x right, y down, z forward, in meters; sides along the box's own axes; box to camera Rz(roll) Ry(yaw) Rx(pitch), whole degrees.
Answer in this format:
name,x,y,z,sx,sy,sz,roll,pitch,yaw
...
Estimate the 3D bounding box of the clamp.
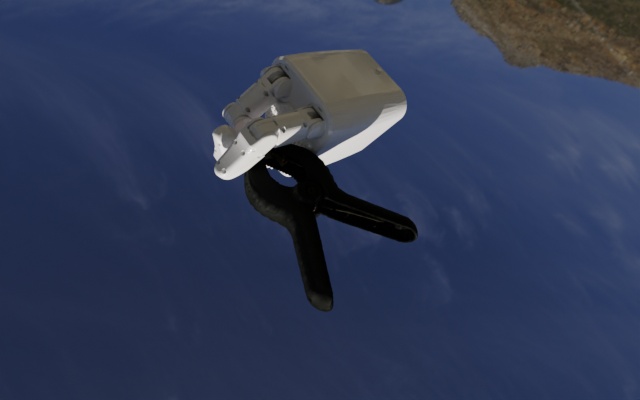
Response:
name,x,y,z,sx,sy,sz,roll,pitch,yaw
clamp,0.000,0.002,0.412,0.120,0.171,0.039,-20,-26,-35
